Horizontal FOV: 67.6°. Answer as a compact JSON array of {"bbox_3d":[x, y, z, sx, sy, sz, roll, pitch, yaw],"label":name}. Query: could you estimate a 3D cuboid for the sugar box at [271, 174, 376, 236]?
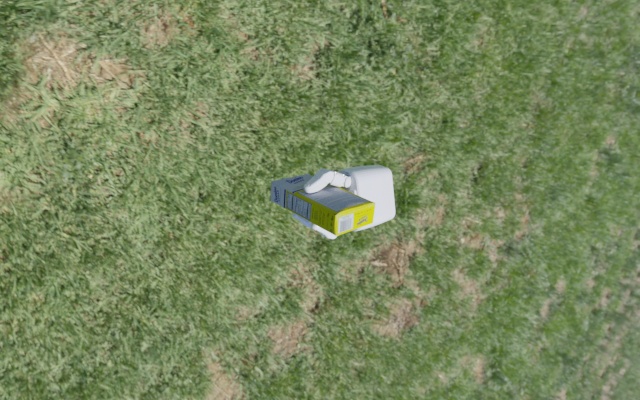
[{"bbox_3d":[0.000,0.003,0.844,0.093,0.048,0.176,-14,26,-40],"label":"sugar box"}]
